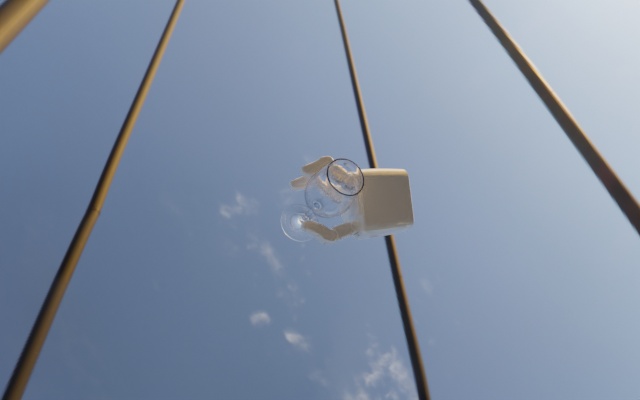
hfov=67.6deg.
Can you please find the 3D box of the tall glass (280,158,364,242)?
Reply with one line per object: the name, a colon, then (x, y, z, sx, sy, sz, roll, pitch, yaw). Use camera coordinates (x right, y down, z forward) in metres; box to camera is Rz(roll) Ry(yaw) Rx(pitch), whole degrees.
tall glass: (0.000, 0.003, 0.790, 0.079, 0.079, 0.201, 0, -22, -24)
